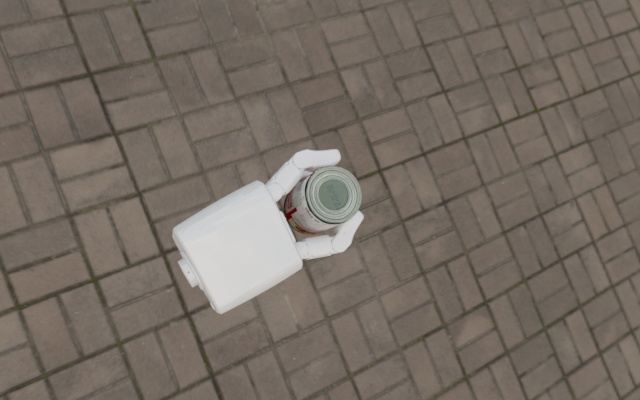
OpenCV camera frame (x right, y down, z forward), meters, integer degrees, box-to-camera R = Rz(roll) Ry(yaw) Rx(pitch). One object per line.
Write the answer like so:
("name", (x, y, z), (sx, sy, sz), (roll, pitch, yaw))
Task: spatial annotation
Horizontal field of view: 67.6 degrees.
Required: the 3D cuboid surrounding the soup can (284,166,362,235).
("soup can", (0.001, 0.002, 0.570), (0.068, 0.068, 0.102), (0, -10, -18))
